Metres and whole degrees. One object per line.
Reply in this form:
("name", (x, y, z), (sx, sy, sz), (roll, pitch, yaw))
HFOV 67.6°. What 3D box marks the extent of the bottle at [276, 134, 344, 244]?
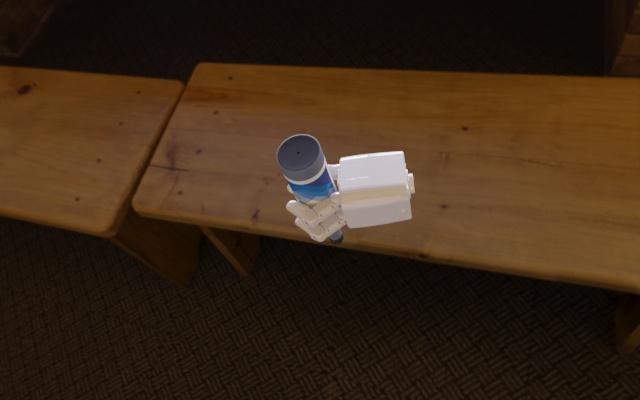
("bottle", (0.000, 0.003, 0.807), (0.069, 0.069, 0.296), (0, -29, 14))
